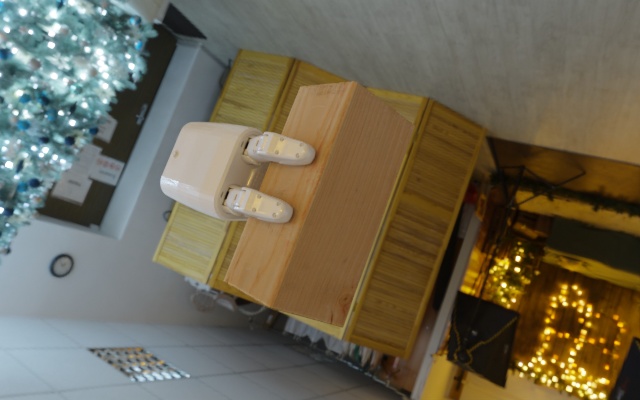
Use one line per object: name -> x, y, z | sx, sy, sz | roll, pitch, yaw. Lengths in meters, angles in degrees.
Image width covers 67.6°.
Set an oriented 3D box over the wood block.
wood block -> 0.000, 0.002, 0.460 | 0.091, 0.206, 0.090 | 26, -9, -38
